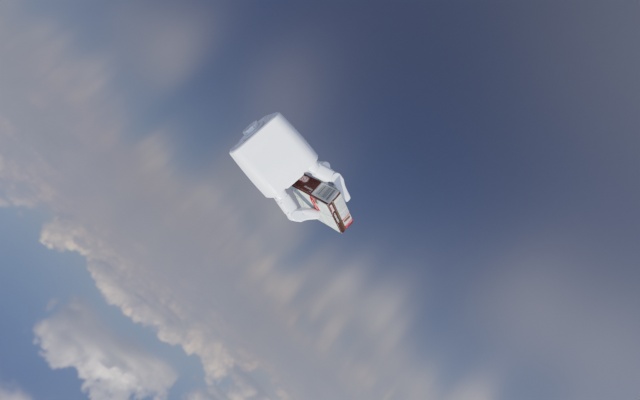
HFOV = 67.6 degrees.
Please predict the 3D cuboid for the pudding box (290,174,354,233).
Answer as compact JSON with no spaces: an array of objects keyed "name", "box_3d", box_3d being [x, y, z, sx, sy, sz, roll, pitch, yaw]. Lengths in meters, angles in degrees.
[{"name":"pudding box","box_3d":[0.000,0.003,0.892,0.113,0.039,0.090,30,-22,40]}]
